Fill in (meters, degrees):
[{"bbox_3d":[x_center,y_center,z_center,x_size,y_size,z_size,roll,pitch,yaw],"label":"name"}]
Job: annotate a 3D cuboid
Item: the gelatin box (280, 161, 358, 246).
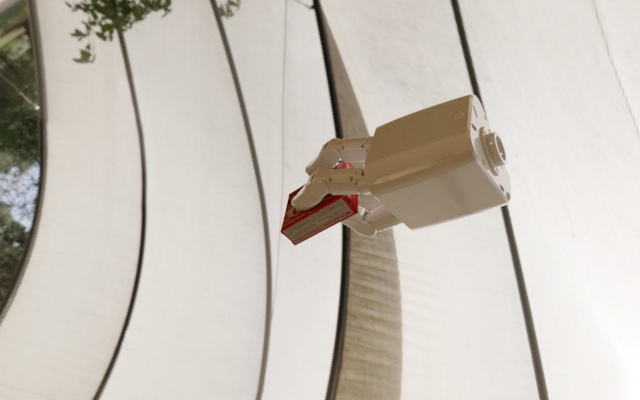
[{"bbox_3d":[0.000,0.002,0.542,0.089,0.030,0.073,-30,28,24],"label":"gelatin box"}]
